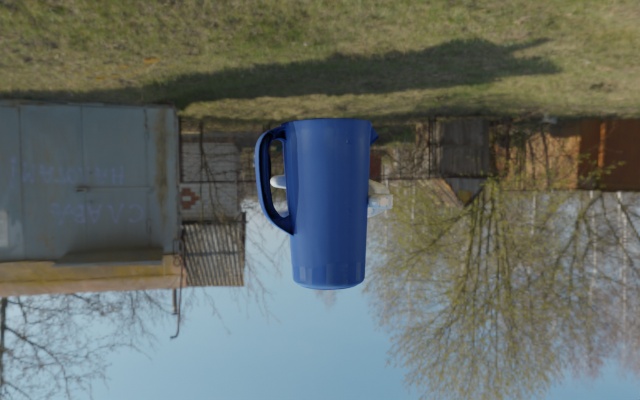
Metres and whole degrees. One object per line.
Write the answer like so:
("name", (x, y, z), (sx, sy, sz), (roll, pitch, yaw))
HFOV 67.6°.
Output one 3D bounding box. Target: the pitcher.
("pitcher", (0.000, 0.002, 0.700), (0.149, 0.243, 0.145), (0, 2, 22))
